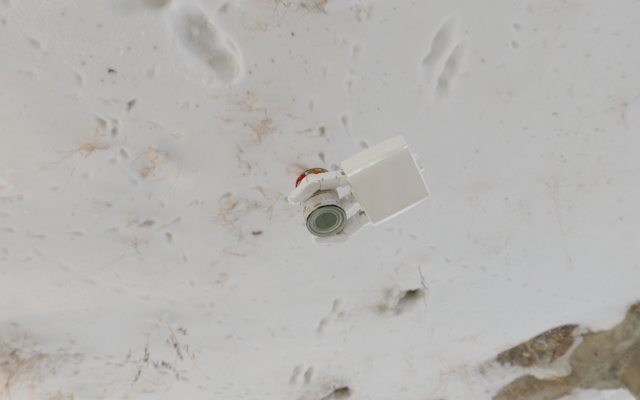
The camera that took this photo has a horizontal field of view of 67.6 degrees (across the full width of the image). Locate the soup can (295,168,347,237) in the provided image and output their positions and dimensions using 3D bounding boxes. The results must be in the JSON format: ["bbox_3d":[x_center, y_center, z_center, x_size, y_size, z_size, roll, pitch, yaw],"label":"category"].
[{"bbox_3d":[0.000,0.003,0.787,0.068,0.069,0.102,0,39,-15],"label":"soup can"}]
